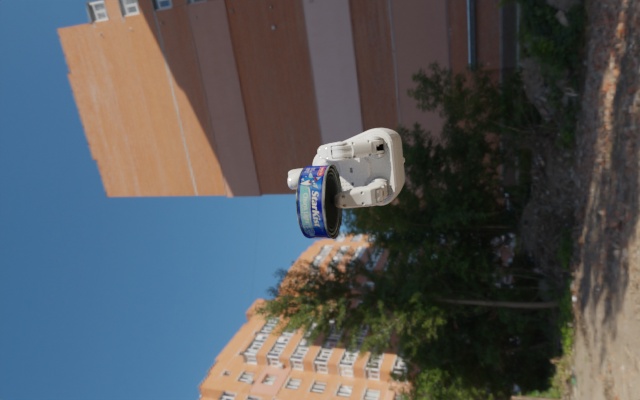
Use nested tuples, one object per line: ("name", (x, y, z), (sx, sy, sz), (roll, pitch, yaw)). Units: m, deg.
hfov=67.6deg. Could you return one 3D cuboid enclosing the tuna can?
("tuna can", (0.000, 0.002, 0.551), (0.034, 0.086, 0.086), (-1, 0, 15))
